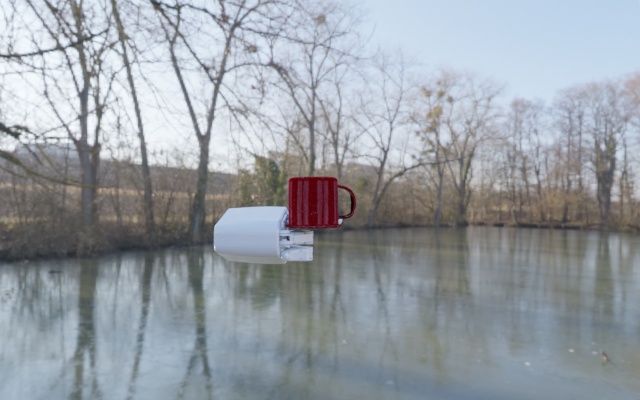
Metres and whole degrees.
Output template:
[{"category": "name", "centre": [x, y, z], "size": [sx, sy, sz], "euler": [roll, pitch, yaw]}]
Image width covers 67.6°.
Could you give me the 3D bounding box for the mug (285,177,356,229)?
[{"category": "mug", "centre": [0.002, 0.002, 0.785], "size": [0.117, 0.081, 0.093], "euler": [0, 0, 2]}]
